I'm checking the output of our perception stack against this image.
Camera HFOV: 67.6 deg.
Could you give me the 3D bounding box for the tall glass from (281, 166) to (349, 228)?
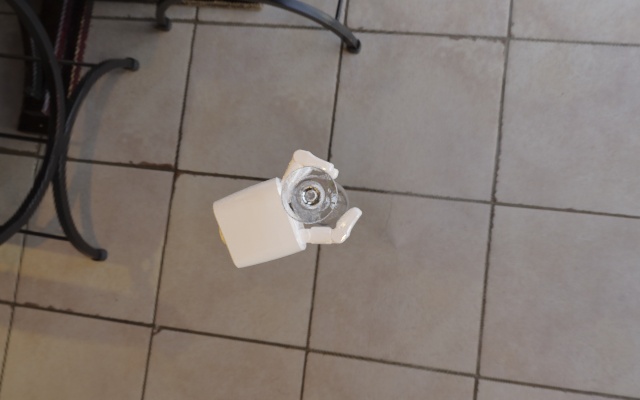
[{"bbox_3d":[0.000,0.002,0.707,0.079,0.079,0.201,0,-6,9],"label":"tall glass"}]
